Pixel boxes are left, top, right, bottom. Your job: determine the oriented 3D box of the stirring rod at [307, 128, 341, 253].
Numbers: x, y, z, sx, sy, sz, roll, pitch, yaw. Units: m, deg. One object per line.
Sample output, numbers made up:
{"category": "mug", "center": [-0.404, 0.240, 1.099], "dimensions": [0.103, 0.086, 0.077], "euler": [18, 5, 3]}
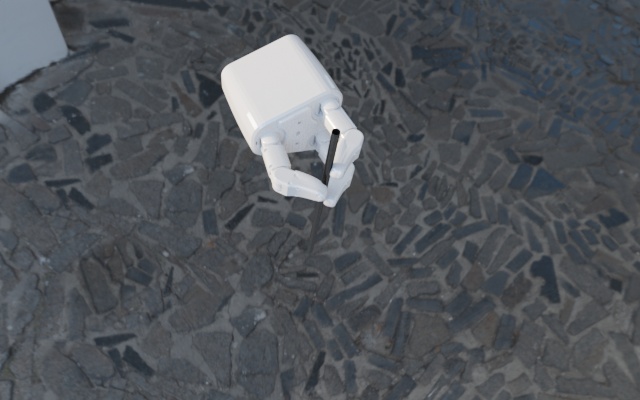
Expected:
{"category": "stirring rod", "center": [0.000, 0.002, 0.533], "dimensions": [0.011, 0.011, 0.240], "euler": [0, -32, -8]}
